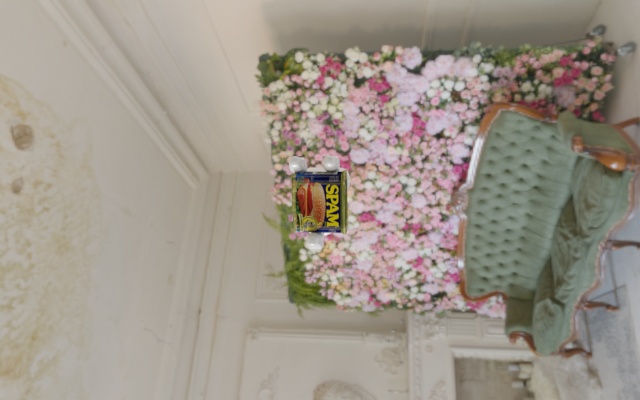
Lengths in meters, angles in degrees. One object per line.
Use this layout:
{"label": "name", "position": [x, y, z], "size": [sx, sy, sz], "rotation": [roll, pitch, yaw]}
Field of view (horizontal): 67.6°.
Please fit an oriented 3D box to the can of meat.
{"label": "can of meat", "position": [0.000, 0.003, 0.765], "size": [0.084, 0.102, 0.057], "rotation": [1, 15, 8]}
